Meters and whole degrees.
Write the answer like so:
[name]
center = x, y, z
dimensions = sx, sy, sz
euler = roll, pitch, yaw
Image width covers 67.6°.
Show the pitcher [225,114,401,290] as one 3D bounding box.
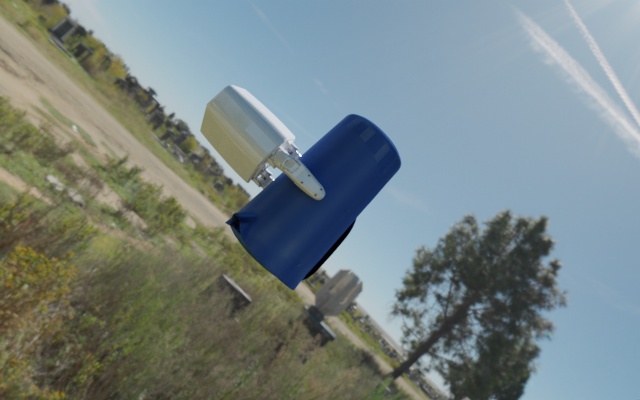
[pitcher]
center = 0.000, 0.002, 0.678
dimensions = 0.243, 0.145, 0.149
euler = -45, 1, -6
